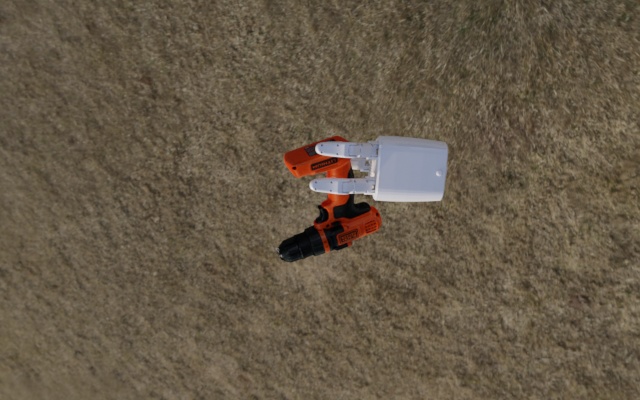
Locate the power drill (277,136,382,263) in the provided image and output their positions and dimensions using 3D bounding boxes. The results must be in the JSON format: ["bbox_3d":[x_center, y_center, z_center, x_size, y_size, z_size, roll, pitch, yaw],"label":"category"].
[{"bbox_3d":[0.000,0.002,0.769,0.184,0.188,0.057,-21,34,-10],"label":"power drill"}]
